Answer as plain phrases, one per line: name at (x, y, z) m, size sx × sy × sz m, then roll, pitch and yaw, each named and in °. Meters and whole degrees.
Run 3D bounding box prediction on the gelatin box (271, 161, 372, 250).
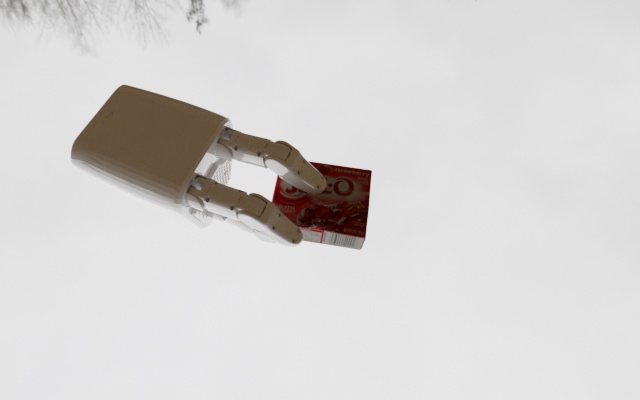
gelatin box at (0.000, 0.002, 0.443) m, size 0.089 × 0.073 × 0.030 m, roll 9°, pitch -31°, yaw -1°
